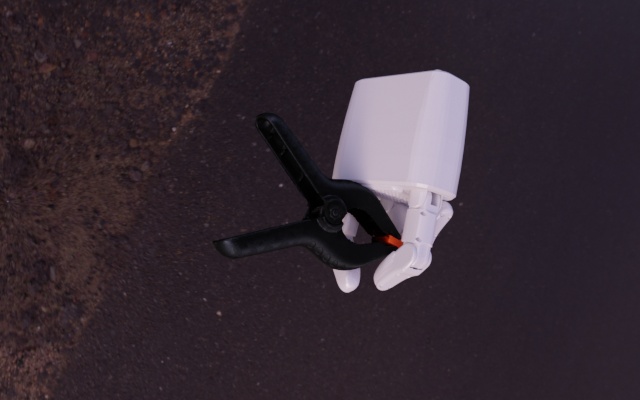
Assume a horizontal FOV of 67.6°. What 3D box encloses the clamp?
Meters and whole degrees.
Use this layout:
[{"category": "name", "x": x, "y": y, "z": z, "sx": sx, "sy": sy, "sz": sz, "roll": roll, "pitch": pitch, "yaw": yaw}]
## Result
[{"category": "clamp", "x": 0.001, "y": 0.001, "z": 0.404, "sx": 0.171, "sy": 0.120, "sz": 0.039, "roll": 16, "pitch": -9, "yaw": -32}]
